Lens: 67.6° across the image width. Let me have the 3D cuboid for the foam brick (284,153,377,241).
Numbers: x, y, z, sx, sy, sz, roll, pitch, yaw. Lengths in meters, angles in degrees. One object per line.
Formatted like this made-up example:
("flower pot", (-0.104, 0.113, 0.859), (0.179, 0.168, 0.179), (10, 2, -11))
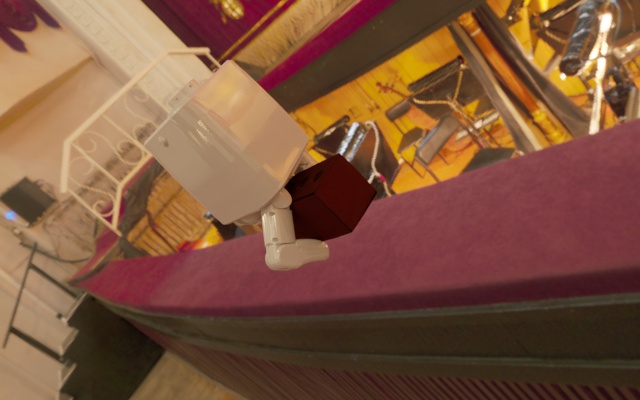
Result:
("foam brick", (0.000, 0.001, 0.435), (0.078, 0.051, 0.053), (-22, 27, 50))
